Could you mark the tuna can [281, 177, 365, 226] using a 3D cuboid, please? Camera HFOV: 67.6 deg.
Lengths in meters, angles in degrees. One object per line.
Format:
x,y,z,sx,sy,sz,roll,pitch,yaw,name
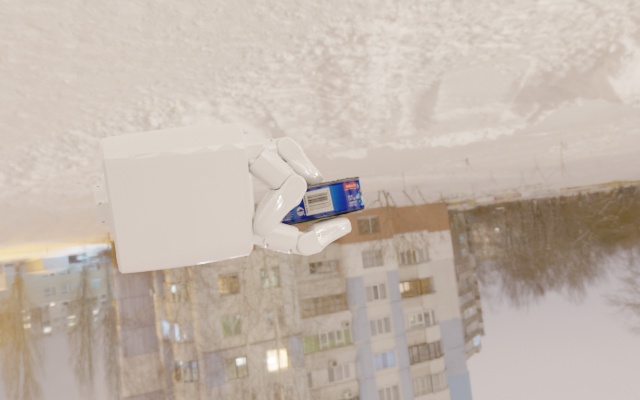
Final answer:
0.000,0.002,0.474,0.086,0.034,0.086,-12,-1,0,tuna can
